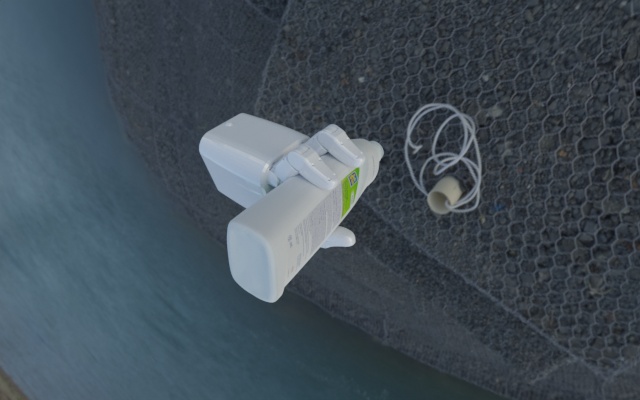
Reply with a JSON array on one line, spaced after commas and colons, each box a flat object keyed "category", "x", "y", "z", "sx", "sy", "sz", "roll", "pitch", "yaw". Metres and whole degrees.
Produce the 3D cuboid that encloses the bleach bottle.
[{"category": "bleach bottle", "x": 0.000, "y": 0.002, "z": 0.563, "sx": 0.068, "sy": 0.103, "sz": 0.250, "roll": 26, "pitch": 44, "yaw": 25}]
